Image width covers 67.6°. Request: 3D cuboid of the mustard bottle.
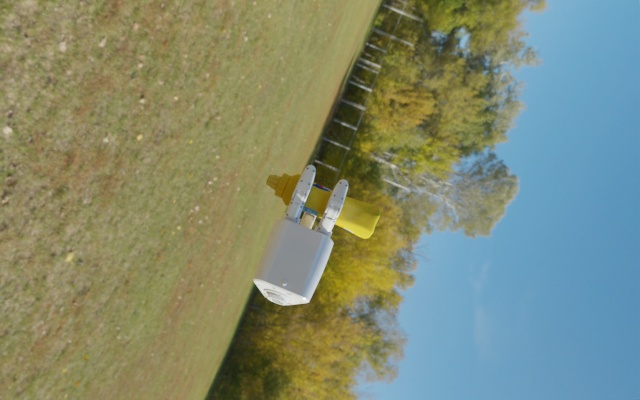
[{"bbox_3d":[0.000,0.002,0.797,0.191,0.058,0.096,23,0,-2],"label":"mustard bottle"}]
